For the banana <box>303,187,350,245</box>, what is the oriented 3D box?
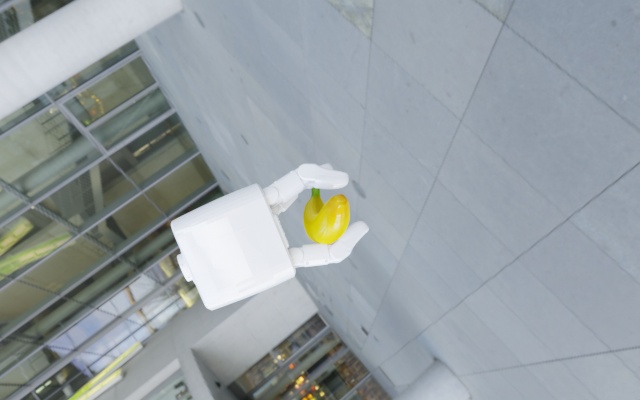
[{"bbox_3d":[0.002,0.020,0.573,0.037,0.069,0.198,-9,7,-10],"label":"banana"}]
